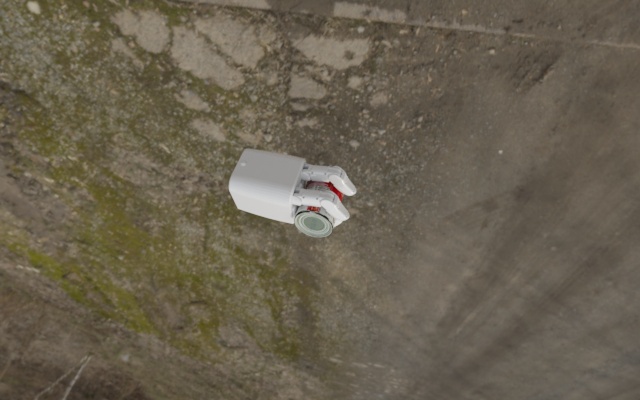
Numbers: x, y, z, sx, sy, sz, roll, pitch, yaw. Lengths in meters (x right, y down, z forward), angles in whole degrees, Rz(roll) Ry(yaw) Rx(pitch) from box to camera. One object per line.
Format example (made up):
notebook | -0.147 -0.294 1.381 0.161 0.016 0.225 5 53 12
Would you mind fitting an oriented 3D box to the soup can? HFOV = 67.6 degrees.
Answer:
soup can | 0.001 0.003 0.808 0.068 0.102 0.069 11 -39 9
